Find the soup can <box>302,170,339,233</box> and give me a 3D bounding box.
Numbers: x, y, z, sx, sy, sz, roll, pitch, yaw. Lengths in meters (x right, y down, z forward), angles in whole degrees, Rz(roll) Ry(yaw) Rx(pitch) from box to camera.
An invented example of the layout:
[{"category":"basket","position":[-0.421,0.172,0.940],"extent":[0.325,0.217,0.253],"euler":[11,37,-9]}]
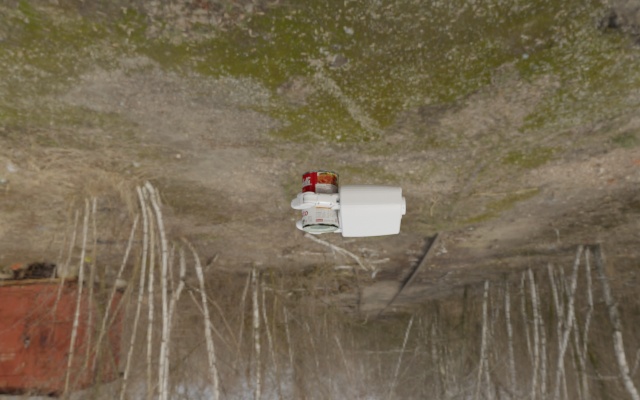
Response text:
[{"category":"soup can","position":[0.000,0.003,0.868],"extent":[0.068,0.102,0.068],"euler":[0,-14,0]}]
